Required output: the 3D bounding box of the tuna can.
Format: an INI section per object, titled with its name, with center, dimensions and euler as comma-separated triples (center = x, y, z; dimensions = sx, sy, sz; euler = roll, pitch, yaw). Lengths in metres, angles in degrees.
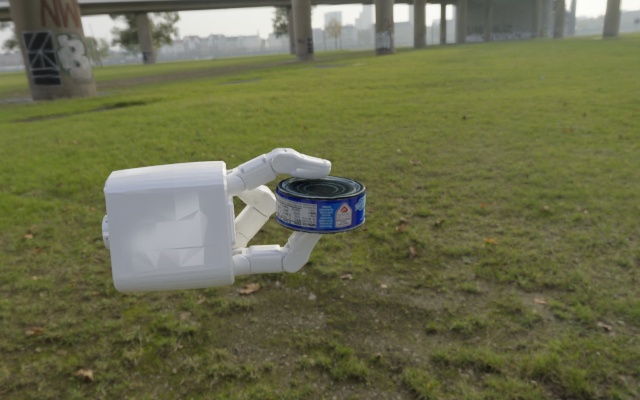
[tuna can]
center = 0.000, 0.001, 0.451
dimensions = 0.086, 0.034, 0.086
euler = 2, 17, 0
